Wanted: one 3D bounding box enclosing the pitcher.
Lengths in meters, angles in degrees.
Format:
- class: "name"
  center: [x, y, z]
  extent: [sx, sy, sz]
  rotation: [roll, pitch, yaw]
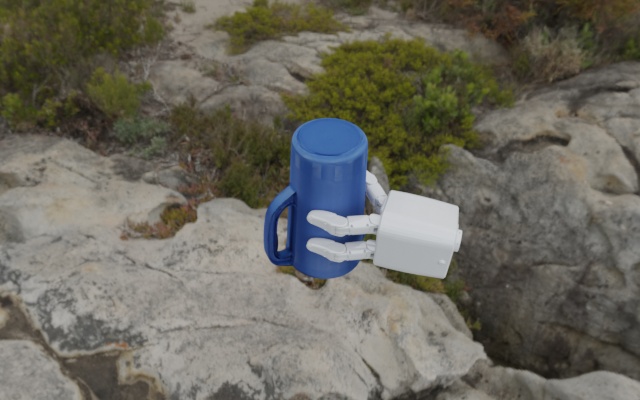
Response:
- class: "pitcher"
  center: [0.000, 0.002, 0.741]
  extent: [0.145, 0.243, 0.149]
  rotation: [14, 44, 13]
